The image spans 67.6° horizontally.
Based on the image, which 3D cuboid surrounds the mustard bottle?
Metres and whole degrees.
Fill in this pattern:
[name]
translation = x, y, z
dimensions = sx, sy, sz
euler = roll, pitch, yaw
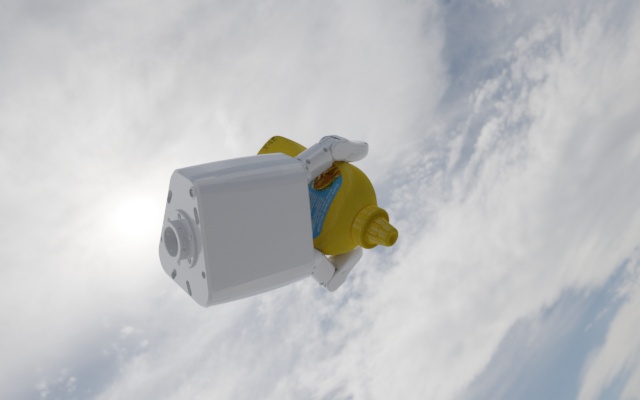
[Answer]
[mustard bottle]
translation = 0.000, 0.002, 0.489
dimensions = 0.191, 0.096, 0.058
euler = 26, 3, 42
